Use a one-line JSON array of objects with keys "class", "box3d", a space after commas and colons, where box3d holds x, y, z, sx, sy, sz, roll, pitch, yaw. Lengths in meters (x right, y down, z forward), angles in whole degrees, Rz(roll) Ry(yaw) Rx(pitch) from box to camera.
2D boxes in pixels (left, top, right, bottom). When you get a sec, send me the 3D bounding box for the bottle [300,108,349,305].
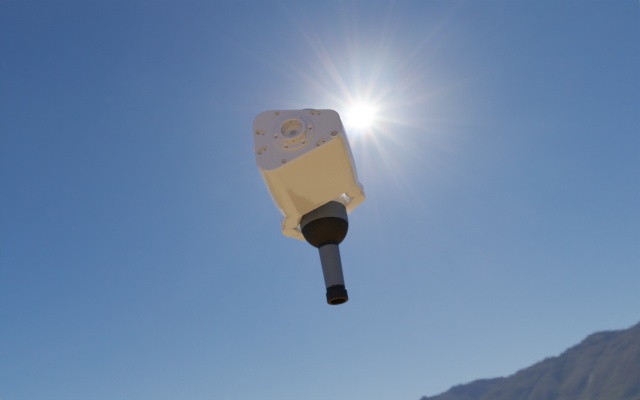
[{"class": "bottle", "box3d": [0.000, 0.002, 0.671, 0.069, 0.295, 0.069, -7, -31, -4]}]
